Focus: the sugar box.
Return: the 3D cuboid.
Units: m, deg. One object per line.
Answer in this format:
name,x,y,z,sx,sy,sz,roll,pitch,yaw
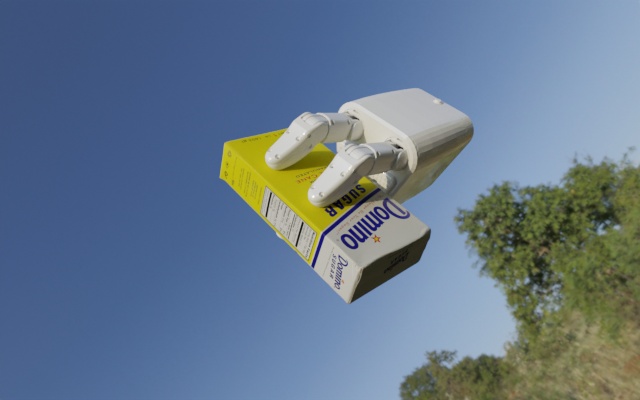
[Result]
sugar box,0.000,0.001,0.415,0.093,0.048,0.176,-22,48,-40
